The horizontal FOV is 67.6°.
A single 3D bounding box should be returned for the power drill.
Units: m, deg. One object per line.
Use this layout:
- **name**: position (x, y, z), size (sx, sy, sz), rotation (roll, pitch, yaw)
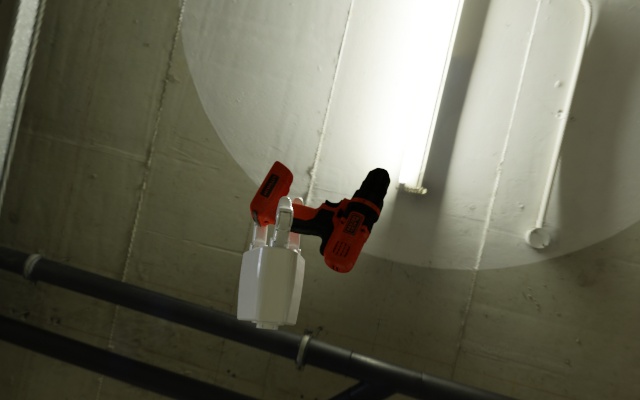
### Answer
- **power drill**: position (0.000, 0.003, 0.745), size (0.187, 0.184, 0.057), rotation (19, -27, 18)
